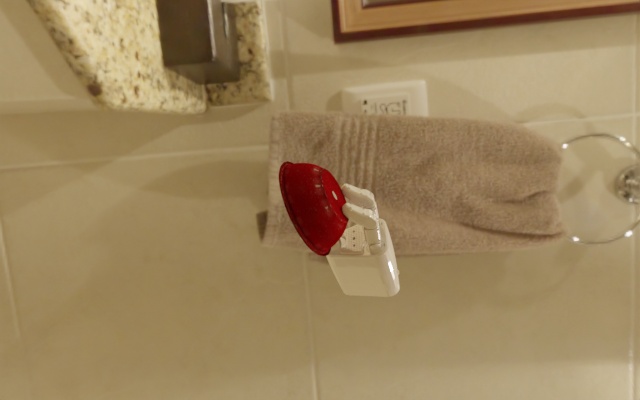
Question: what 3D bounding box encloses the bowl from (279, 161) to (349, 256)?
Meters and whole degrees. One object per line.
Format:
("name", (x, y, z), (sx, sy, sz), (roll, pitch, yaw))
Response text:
("bowl", (0.000, 0.002, 0.744), (0.055, 0.162, 0.162), (-24, -8, 18))
